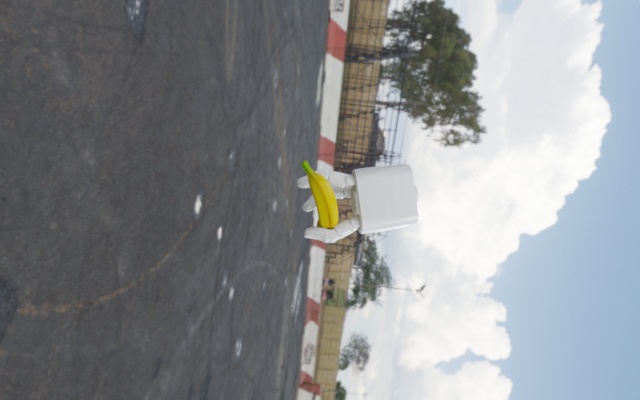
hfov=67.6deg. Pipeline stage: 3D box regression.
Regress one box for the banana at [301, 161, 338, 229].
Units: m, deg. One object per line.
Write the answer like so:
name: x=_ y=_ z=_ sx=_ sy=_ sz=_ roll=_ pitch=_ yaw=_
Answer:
banana: x=0.007 y=0.013 z=0.848 sx=0.037 sy=0.069 sz=0.198 roll=-22 pitch=-39 yaw=-9
